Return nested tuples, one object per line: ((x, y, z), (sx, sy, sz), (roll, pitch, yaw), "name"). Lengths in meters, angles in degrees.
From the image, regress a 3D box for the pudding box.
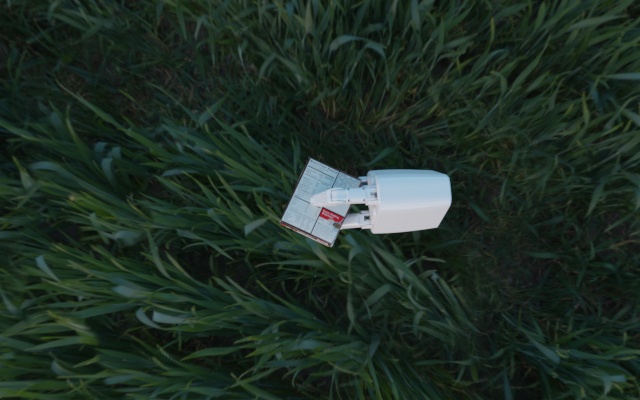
((0.000, 0.002, 0.729), (0.090, 0.113, 0.039), (25, -9, 2), "pudding box")
